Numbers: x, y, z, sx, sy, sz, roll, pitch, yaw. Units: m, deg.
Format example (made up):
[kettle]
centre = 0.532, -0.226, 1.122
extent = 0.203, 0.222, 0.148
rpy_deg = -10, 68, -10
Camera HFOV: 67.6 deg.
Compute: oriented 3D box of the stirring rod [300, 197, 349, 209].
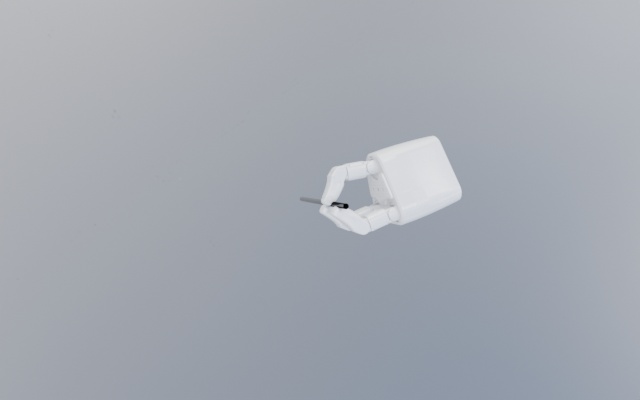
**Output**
[stirring rod]
centre = 0.000, 0.002, 0.749
extent = 0.011, 0.011, 0.239
rpy_deg = 0, 3, -16
